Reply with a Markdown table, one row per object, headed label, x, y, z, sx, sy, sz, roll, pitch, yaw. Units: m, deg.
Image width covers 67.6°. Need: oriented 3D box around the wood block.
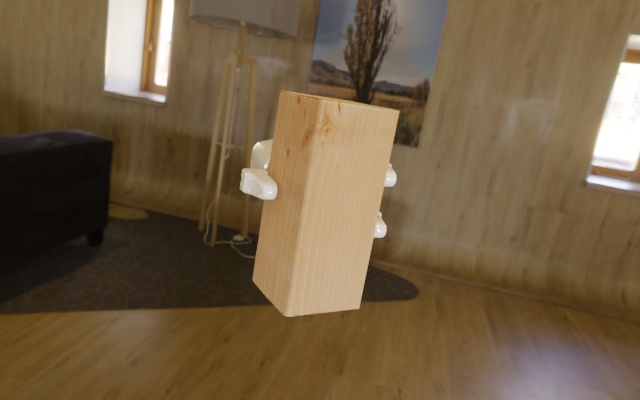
| label | x | y | z | sx | sy | sz | roll | pitch | yaw |
| --- | --- | --- | --- | --- | --- | --- | --- | --- | --- |
| wood block | 0.000 | 0.001 | 0.486 | 0.091 | 0.206 | 0.090 | 1 | 16 | -31 |
